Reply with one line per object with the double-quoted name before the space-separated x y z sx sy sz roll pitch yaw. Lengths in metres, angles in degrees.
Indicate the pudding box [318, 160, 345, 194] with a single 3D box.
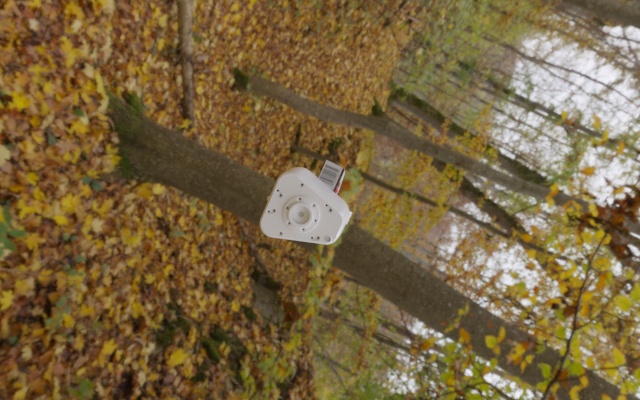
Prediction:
"pudding box" 0.000 0.003 0.790 0.039 0.113 0.090 24 -21 4
